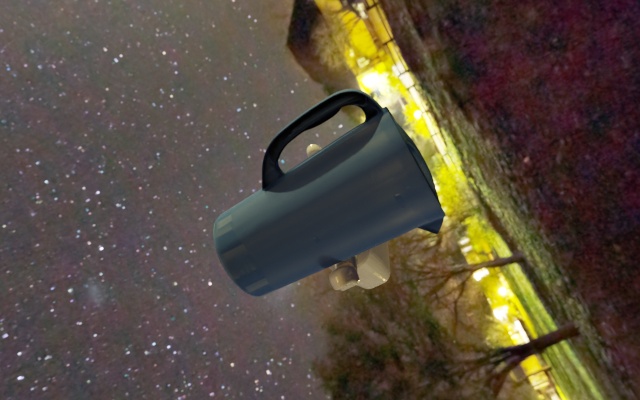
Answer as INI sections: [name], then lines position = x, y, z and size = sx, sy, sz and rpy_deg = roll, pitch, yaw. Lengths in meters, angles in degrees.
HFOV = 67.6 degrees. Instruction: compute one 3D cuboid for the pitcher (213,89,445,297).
[pitcher]
position = 0.000, 0.002, 0.533
size = 0.243, 0.149, 0.145
rpy_deg = -28, -30, 13
